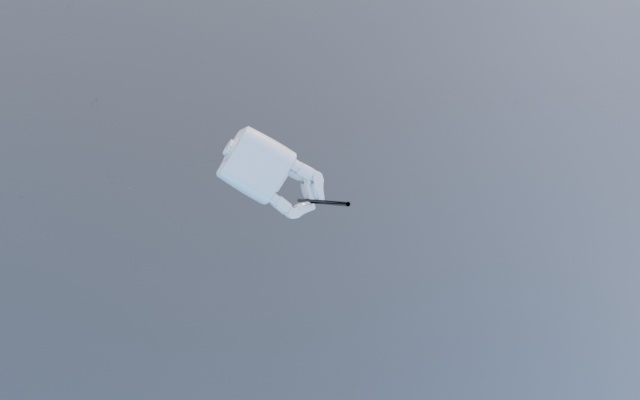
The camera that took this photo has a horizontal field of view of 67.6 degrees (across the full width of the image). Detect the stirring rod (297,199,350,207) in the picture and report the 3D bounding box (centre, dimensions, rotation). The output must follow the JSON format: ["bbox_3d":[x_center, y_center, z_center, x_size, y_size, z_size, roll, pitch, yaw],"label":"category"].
[{"bbox_3d":[0.000,0.003,0.885,0.011,0.011,0.239,0,1,-22],"label":"stirring rod"}]
